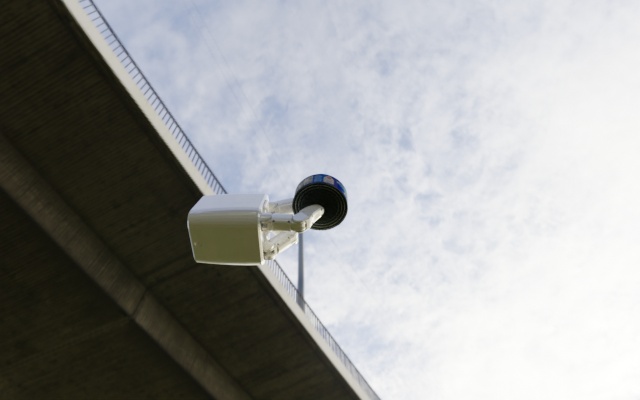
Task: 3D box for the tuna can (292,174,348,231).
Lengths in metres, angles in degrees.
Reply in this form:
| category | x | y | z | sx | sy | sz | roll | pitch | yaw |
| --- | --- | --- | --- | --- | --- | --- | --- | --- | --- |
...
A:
| category | x | y | z | sx | sy | sz | roll | pitch | yaw |
| --- | --- | --- | --- | --- | --- | --- | --- | --- | --- |
| tuna can | 0.000 | 0.002 | 0.741 | 0.086 | 0.086 | 0.033 | 0 | 31 | 4 |
